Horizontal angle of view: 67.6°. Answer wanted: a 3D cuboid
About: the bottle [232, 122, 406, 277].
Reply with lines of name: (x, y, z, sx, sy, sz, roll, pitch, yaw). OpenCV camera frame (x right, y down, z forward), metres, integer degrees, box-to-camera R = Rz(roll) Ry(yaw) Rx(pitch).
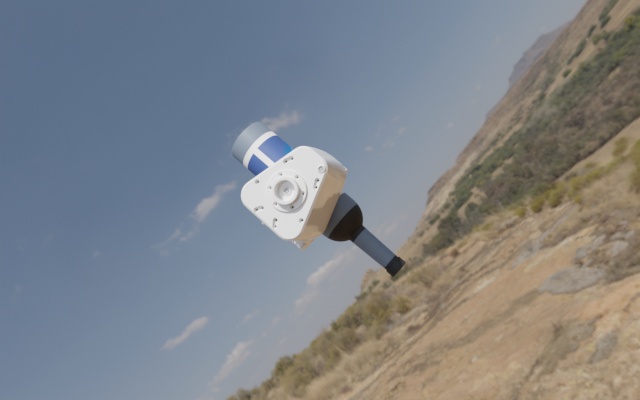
bottle: (0.000, 0.002, 0.690, 0.295, 0.069, 0.069, 41, 9, 10)
